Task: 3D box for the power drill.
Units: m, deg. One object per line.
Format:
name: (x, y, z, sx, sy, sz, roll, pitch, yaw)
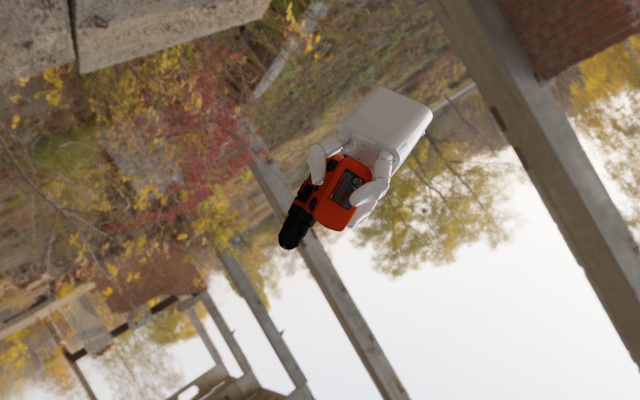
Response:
power drill: (0.000, 0.002, 0.747, 0.057, 0.184, 0.187, 30, -7, -15)
